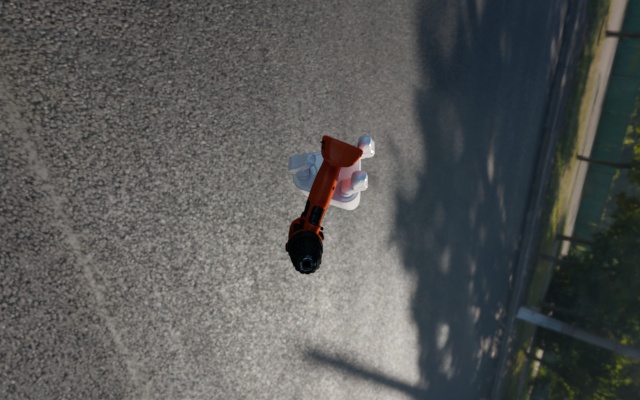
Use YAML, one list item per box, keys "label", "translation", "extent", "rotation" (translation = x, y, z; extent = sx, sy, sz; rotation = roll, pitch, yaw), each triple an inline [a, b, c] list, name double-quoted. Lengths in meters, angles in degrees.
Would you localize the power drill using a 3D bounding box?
- label: "power drill"
  translation: [0.000, 0.002, 0.694]
  extent: [0.057, 0.188, 0.184]
  rotation: [21, 9, -10]
